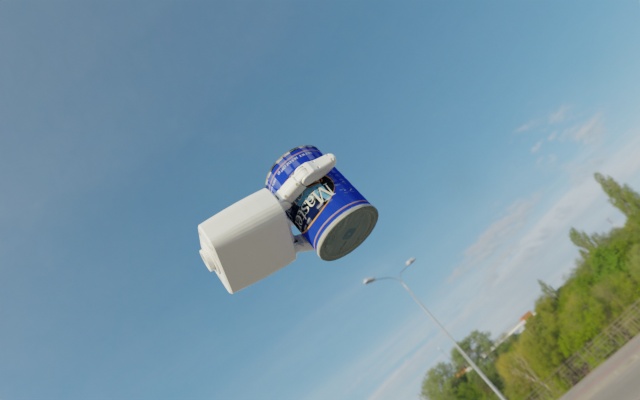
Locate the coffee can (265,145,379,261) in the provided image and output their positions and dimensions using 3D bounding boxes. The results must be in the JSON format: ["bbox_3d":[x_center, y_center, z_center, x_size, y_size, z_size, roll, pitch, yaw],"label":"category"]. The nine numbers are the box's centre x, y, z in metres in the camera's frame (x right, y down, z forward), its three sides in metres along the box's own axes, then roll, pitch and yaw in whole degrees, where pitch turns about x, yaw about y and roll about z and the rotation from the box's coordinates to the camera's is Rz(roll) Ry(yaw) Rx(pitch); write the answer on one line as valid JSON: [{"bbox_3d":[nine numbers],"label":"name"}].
[{"bbox_3d":[0.000,0.002,0.689,0.103,0.103,0.140,0,40,-49],"label":"coffee can"}]
